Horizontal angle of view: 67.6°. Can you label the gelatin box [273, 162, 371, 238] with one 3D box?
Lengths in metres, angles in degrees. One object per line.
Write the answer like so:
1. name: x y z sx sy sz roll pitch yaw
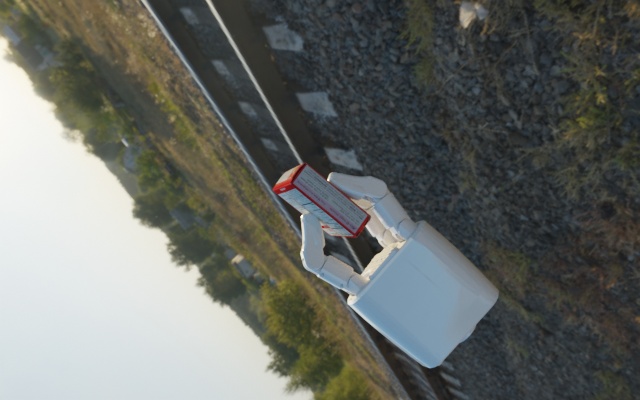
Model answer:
1. gelatin box: 0.000 0.002 0.496 0.089 0.030 0.073 38 -14 -13
